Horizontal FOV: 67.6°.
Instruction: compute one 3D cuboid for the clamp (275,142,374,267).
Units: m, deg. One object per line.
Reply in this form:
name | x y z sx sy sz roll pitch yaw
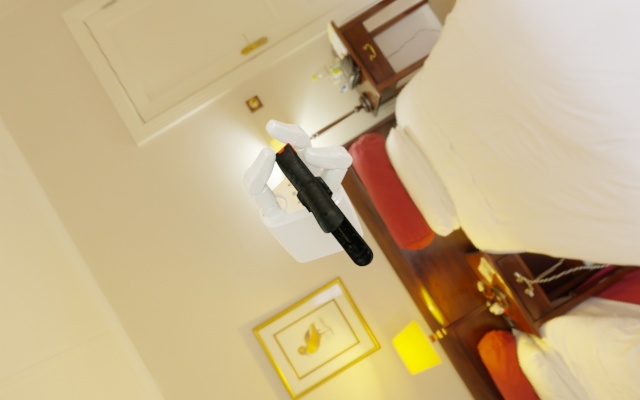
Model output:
clamp | -0.001 0.002 0.541 0.039 0.171 0.120 -33 -42 -1
